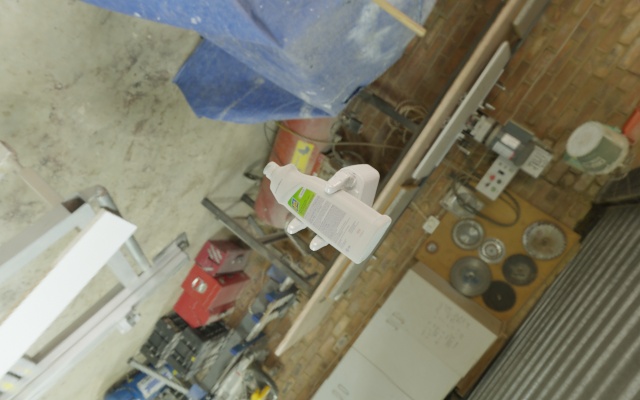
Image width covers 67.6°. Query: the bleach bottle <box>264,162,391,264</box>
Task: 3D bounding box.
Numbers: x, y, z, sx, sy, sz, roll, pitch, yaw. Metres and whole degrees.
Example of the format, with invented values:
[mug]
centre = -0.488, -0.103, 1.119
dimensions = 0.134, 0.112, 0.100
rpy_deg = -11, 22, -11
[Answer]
[bleach bottle]
centre = 0.000, 0.003, 0.880
dimensions = 0.251, 0.102, 0.068
rpy_deg = 37, 23, 16
